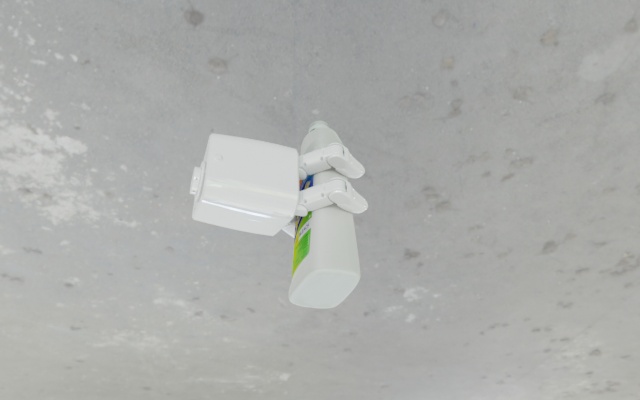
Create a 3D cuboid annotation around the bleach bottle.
[{"bbox_3d":[0.000,0.002,0.614,0.068,0.250,0.103,11,-38,-18],"label":"bleach bottle"}]
